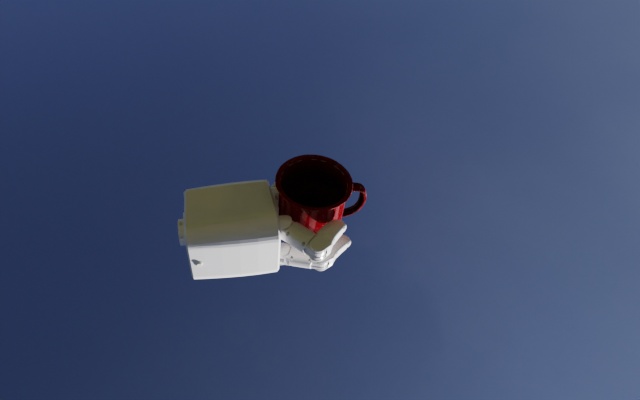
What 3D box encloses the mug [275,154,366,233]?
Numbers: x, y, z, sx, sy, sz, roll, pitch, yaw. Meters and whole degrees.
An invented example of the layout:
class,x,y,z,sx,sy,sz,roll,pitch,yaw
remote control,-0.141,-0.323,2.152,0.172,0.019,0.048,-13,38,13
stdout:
class,x,y,z,sx,sy,sz,roll,pitch,yaw
mug,0.001,0.002,0.600,0.117,0.093,0.082,-7,-40,-14
